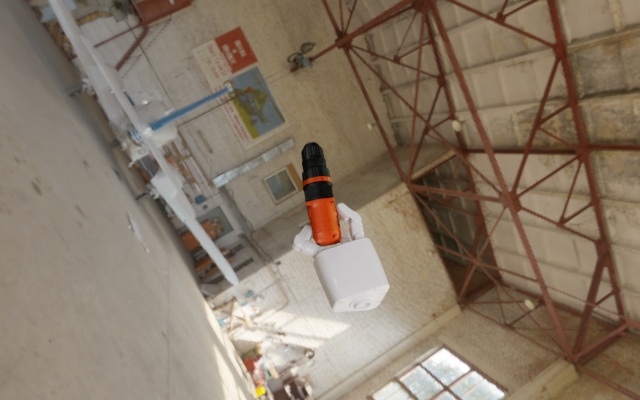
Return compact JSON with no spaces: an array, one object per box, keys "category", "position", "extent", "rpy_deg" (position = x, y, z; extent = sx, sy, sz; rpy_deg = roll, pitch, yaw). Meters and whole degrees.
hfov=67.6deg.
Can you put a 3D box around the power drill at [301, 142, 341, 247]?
[{"category":"power drill","position":[0.000,0.003,0.897],"extent":[0.057,0.184,0.188],"rpy_deg":[-8,-17,3]}]
